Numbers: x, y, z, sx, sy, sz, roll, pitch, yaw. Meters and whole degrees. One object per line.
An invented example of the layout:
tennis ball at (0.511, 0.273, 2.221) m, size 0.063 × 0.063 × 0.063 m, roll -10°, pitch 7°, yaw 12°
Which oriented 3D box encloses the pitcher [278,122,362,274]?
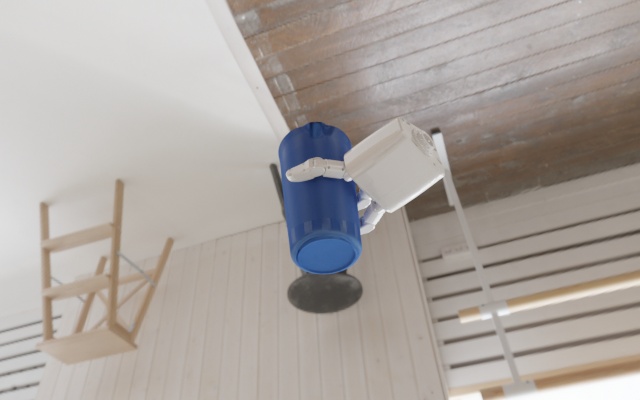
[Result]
pitcher at (0.000, 0.002, 0.794) m, size 0.145 × 0.242 × 0.149 m, roll -35°, pitch -50°, yaw 28°
